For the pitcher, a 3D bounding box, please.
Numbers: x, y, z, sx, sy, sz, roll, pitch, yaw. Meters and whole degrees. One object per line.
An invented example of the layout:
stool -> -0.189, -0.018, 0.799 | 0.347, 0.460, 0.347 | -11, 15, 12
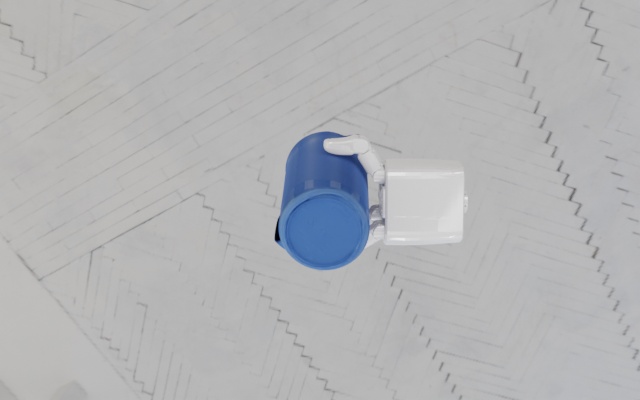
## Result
pitcher -> 0.000, 0.002, 0.667 | 0.145, 0.149, 0.242 | 0, 21, 2
